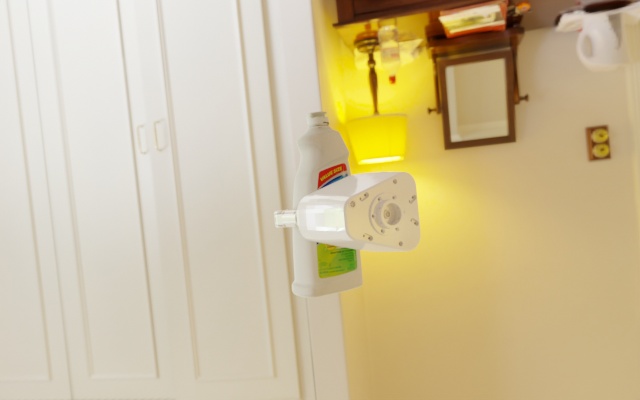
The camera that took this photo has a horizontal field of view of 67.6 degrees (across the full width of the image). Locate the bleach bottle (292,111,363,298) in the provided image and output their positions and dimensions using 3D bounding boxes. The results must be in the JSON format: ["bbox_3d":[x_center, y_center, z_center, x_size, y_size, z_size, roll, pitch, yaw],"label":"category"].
[{"bbox_3d":[0.000,0.002,0.674,0.102,0.251,0.068,-6,2,-31],"label":"bleach bottle"}]
